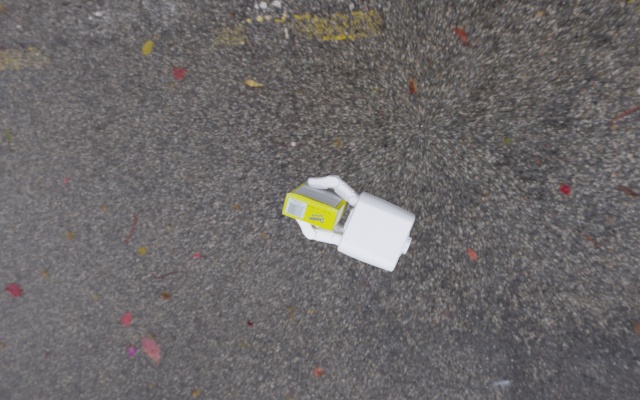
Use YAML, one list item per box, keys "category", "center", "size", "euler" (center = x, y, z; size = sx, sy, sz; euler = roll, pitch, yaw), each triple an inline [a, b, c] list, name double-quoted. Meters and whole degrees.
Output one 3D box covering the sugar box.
- category: "sugar box"
  center: [0.000, 0.003, 0.879]
  size: [0.093, 0.048, 0.176]
  euler: [20, 12, 9]
